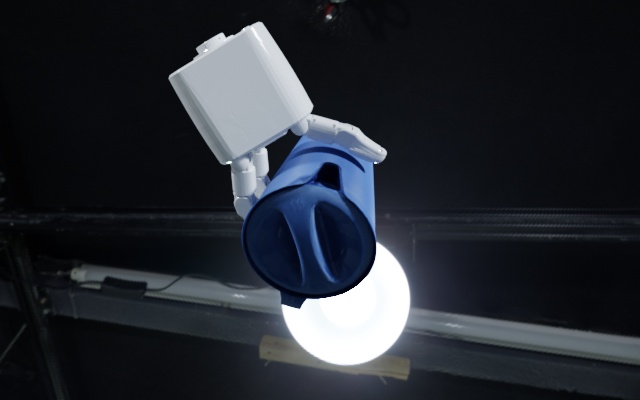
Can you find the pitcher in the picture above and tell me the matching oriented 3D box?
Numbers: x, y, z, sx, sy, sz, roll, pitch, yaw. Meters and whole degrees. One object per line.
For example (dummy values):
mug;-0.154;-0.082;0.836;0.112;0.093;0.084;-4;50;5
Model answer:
pitcher;0.000;0.002;0.569;0.149;0.145;0.242;-27;20;20
